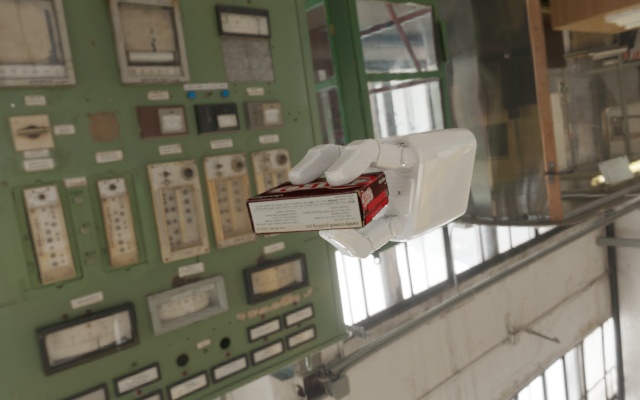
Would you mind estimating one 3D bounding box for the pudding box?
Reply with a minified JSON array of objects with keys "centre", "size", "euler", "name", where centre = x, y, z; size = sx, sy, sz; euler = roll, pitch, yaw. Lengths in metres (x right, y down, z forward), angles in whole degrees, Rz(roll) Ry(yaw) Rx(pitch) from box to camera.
[{"centre":[0.000,0.002,0.454],"size":[0.113,0.039,0.090],"euler":[-7,9,23],"name":"pudding box"}]
